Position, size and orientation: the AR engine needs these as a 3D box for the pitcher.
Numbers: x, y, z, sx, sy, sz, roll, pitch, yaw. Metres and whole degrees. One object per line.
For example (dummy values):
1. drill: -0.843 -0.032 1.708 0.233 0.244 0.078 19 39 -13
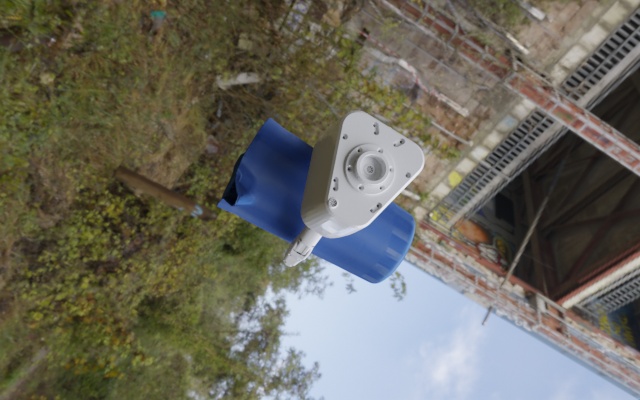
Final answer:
1. pitcher: 0.000 0.002 0.639 0.243 0.149 0.145 31 -15 -7
